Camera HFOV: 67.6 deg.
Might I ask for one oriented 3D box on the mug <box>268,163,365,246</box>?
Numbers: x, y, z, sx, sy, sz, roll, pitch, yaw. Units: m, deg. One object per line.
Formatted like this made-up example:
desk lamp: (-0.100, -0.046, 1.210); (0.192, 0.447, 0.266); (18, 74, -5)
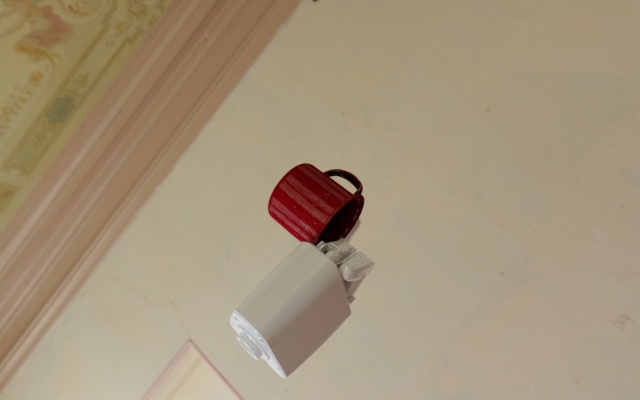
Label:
mug: (0.001, 0.001, 0.572); (0.081, 0.117, 0.093); (37, -28, 21)
